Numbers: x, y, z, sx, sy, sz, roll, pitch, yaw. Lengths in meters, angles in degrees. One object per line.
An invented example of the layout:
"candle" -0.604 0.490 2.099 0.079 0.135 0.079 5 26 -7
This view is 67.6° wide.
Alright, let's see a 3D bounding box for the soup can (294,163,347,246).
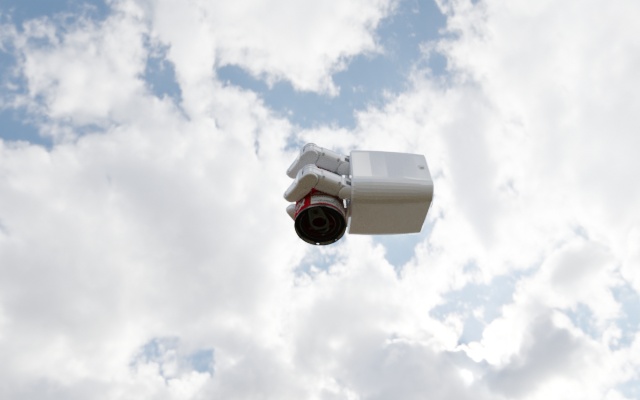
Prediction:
"soup can" 0.000 0.002 0.647 0.068 0.069 0.102 0 38 0
